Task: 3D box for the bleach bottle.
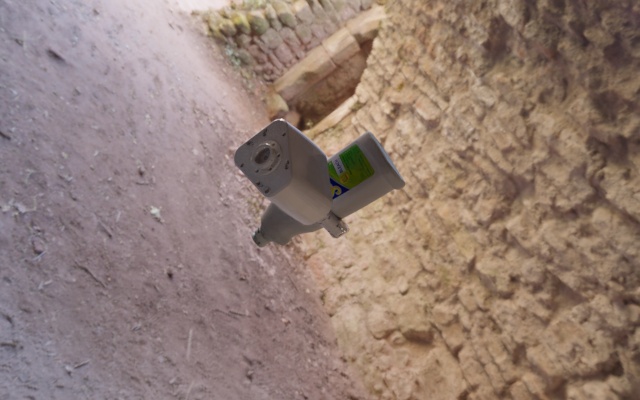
[{"bbox_3d":[0.000,0.002,0.746,0.251,0.102,0.068,-34,-34,13],"label":"bleach bottle"}]
